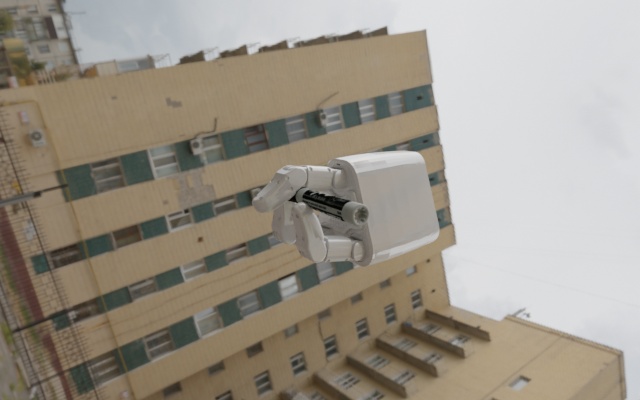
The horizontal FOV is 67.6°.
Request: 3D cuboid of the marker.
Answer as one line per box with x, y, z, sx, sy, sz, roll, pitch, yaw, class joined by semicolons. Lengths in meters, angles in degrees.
0.000;0.001;0.442;0.020;0.020;0.121;0;10;-35;marker
